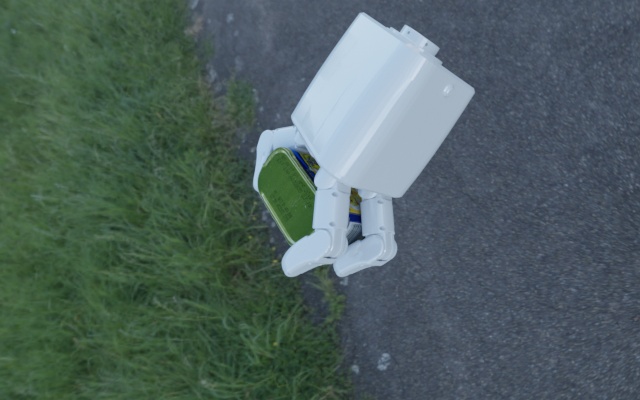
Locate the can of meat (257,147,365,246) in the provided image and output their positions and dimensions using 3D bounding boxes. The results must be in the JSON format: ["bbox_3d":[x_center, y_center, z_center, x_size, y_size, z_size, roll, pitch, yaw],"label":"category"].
[{"bbox_3d":[0.000,0.001,0.435,0.084,0.057,0.102,11,34,-47],"label":"can of meat"}]
